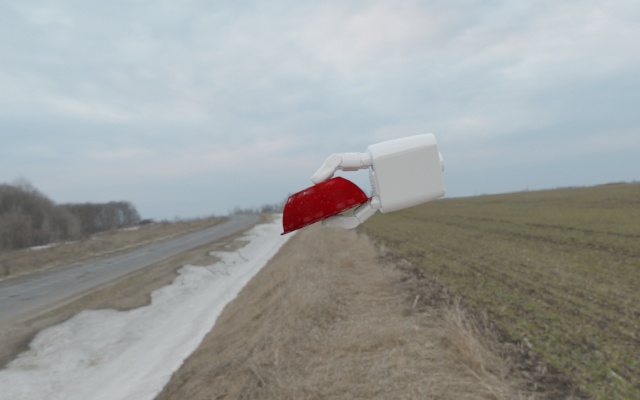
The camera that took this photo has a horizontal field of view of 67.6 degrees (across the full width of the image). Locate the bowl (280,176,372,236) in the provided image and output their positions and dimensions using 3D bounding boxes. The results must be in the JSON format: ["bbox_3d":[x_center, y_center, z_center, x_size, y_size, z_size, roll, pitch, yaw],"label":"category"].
[{"bbox_3d":[-0.001,0.003,0.777,0.162,0.055,0.162,-23,-1,0],"label":"bowl"}]
